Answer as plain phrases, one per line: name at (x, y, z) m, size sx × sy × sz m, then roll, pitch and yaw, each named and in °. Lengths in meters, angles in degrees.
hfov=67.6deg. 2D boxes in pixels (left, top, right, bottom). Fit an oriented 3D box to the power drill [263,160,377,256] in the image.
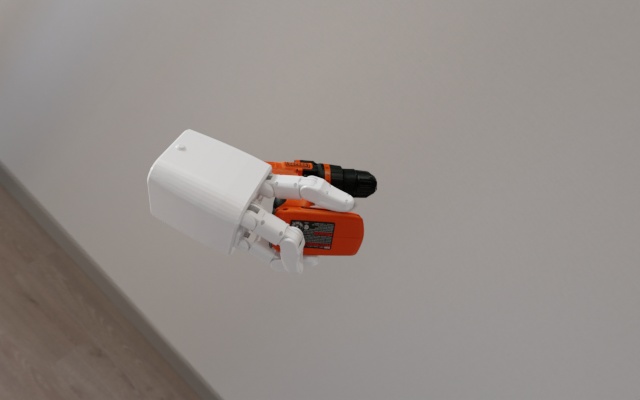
power drill at (0.000, 0.002, 0.615) m, size 0.184 × 0.057 × 0.187 m, roll 2°, pitch 23°, yaw -10°
